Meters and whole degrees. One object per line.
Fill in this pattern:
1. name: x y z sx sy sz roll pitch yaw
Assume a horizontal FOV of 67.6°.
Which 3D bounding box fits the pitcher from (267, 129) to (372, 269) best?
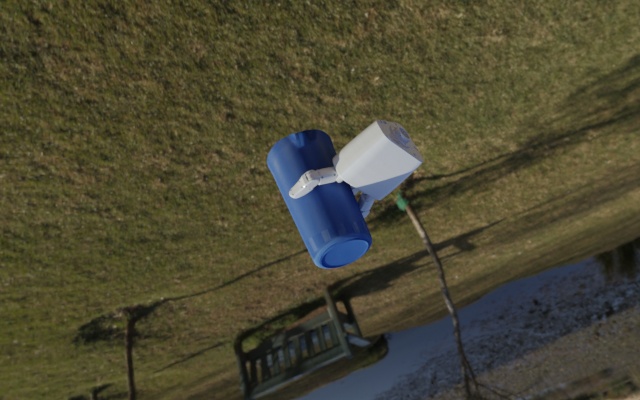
1. pitcher: 0.000 0.003 0.877 0.145 0.242 0.149 -41 -36 27
